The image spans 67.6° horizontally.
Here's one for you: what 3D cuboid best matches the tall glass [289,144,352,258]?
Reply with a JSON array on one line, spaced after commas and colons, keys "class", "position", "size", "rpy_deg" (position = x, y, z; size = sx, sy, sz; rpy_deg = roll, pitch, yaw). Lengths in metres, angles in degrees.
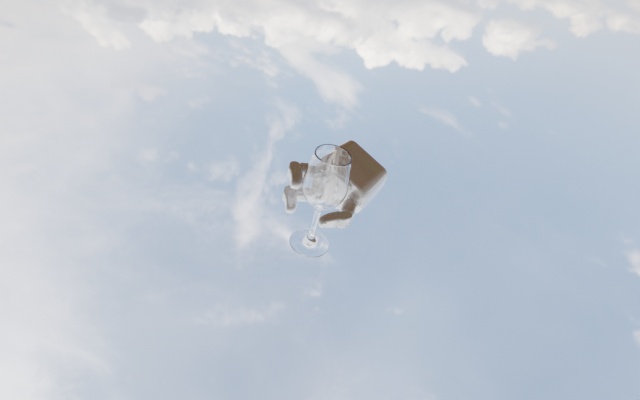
[{"class": "tall glass", "position": [0.000, 0.003, 0.821], "size": [0.079, 0.201, 0.079], "rpy_deg": [9, 39, -8]}]
